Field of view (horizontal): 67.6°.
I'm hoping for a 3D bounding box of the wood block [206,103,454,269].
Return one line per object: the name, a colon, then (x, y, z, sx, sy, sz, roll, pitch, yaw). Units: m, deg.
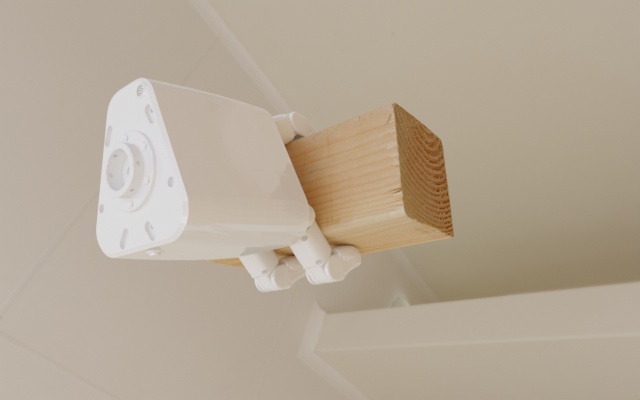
wood block: (0.000, 0.001, 0.426, 0.206, 0.090, 0.090, -15, -23, 34)
